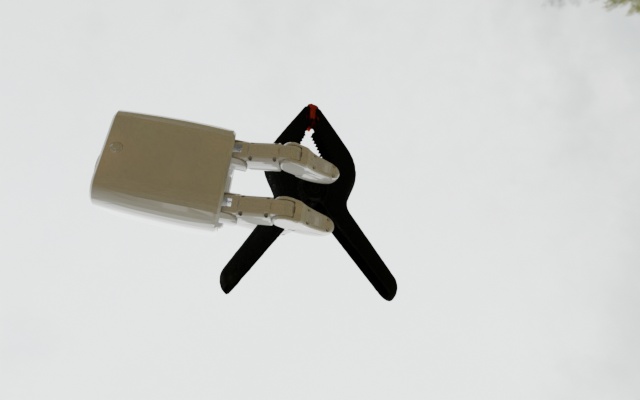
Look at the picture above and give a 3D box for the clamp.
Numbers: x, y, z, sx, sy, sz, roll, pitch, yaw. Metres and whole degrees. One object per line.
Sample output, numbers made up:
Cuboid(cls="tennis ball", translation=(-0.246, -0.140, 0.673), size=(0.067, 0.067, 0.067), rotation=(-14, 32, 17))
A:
Cuboid(cls="clamp", translation=(0.000, 0.001, 0.472), size=(0.164, 0.210, 0.036), rotation=(12, -27, -12))
